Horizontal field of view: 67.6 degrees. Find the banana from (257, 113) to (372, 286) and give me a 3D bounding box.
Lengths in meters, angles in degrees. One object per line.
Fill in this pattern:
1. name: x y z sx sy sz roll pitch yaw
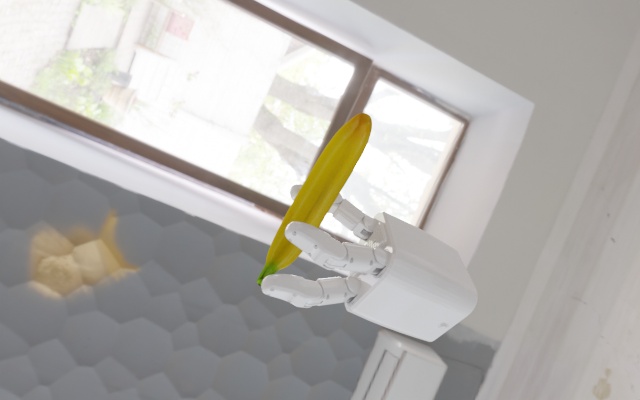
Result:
1. banana: -0.003 -0.002 0.481 0.037 0.198 0.069 27 15 -11
